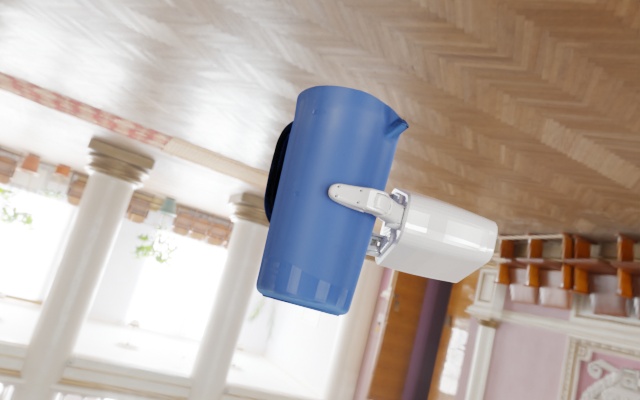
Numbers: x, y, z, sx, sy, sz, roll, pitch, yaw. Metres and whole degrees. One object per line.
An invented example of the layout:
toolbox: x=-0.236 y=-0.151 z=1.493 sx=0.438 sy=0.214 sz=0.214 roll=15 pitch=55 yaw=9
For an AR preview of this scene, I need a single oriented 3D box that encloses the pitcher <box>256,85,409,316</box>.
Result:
pitcher: x=0.000 y=0.002 z=0.560 sx=0.145 sy=0.242 sz=0.149 roll=16 pitch=-12 yaw=-4
